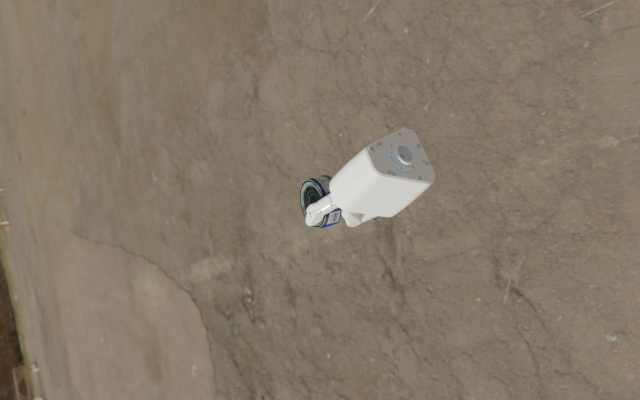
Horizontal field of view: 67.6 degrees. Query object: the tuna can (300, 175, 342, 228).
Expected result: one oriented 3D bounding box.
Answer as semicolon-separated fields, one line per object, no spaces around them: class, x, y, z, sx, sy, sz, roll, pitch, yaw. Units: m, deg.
tuna can;0.000;0.003;0.792;0.034;0.086;0.086;-14;7;-30
